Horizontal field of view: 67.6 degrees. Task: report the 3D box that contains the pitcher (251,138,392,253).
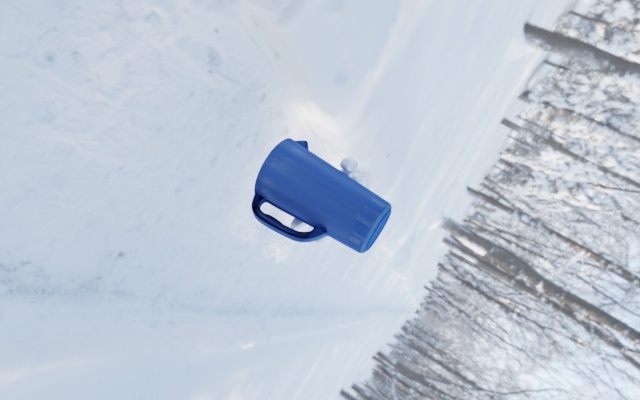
[{"bbox_3d":[0.000,0.003,0.897,0.243,0.149,0.145,31,22,14],"label":"pitcher"}]
